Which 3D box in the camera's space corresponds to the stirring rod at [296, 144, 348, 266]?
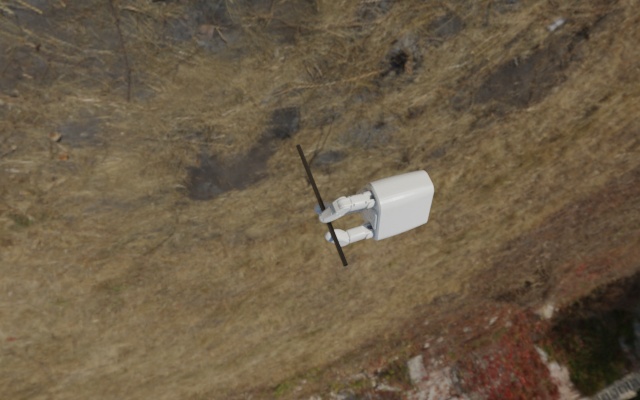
[{"bbox_3d":[0.000,0.003,0.821,0.011,0.239,0.011,-18,-24,-8],"label":"stirring rod"}]
